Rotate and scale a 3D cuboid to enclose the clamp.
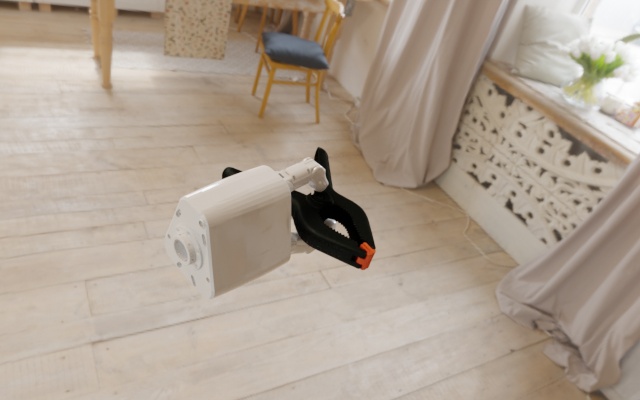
[{"bbox_3d":[0.000,0.002,0.603,0.164,0.036,0.210,-25,54,-40],"label":"clamp"}]
